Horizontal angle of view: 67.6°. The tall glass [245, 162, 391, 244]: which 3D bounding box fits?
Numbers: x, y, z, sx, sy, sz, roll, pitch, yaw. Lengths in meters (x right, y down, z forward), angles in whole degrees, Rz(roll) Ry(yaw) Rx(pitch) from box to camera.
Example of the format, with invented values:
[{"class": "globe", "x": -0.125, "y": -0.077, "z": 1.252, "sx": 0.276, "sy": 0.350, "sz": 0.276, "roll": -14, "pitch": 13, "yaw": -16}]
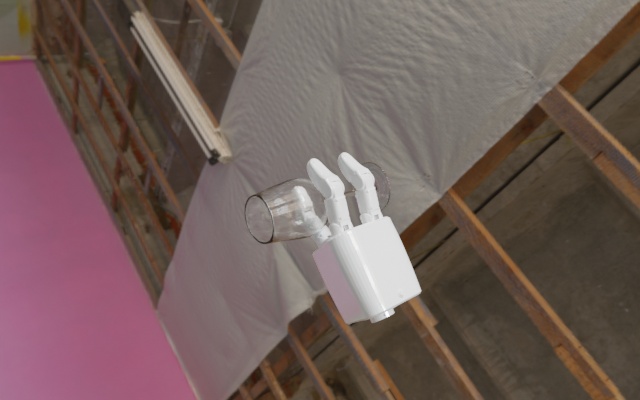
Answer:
[{"class": "tall glass", "x": 0.001, "y": 0.002, "z": 0.636, "sx": 0.201, "sy": 0.079, "sz": 0.079, "roll": -16, "pitch": 10, "yaw": -39}]
